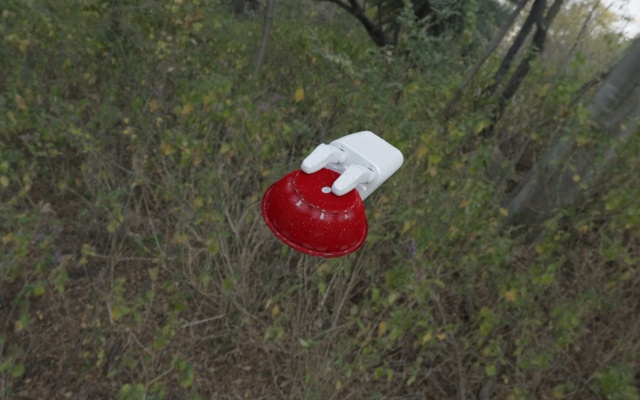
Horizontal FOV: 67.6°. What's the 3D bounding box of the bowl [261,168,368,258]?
[{"bbox_3d":[0.000,0.003,0.673,0.162,0.055,0.162,12,41,-11],"label":"bowl"}]
